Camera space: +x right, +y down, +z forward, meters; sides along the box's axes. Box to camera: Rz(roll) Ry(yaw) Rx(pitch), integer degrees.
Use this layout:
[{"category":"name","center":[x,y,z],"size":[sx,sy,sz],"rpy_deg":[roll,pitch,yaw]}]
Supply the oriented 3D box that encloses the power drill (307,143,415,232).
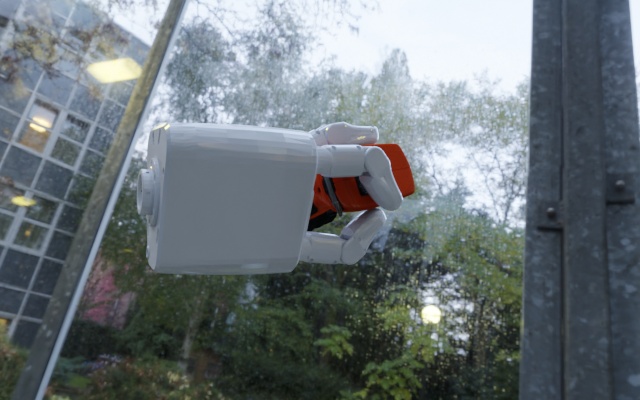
[{"category":"power drill","center":[0.000,0.001,0.491],"size":[0.184,0.057,0.188],"rpy_deg":[-15,-8,-47]}]
